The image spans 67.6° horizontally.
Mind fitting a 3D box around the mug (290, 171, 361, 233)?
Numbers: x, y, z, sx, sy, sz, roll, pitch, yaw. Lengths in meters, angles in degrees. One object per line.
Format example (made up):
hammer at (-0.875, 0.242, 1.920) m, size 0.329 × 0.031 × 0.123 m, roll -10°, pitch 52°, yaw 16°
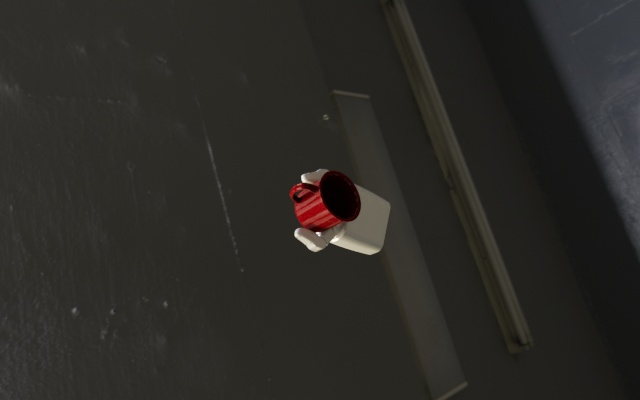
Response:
mug at (-0.001, 0.002, 0.822) m, size 0.117 × 0.093 × 0.081 m, roll 23°, pitch -35°, yaw -32°
